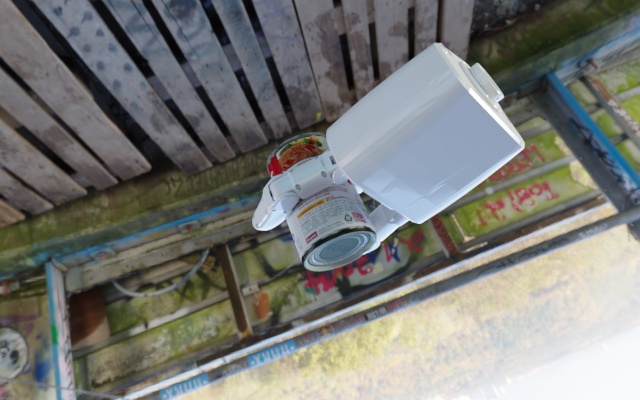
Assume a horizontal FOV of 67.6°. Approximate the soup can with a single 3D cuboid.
[{"bbox_3d":[0.000,0.002,0.416,0.068,0.102,0.068,-17,-29,-10],"label":"soup can"}]
